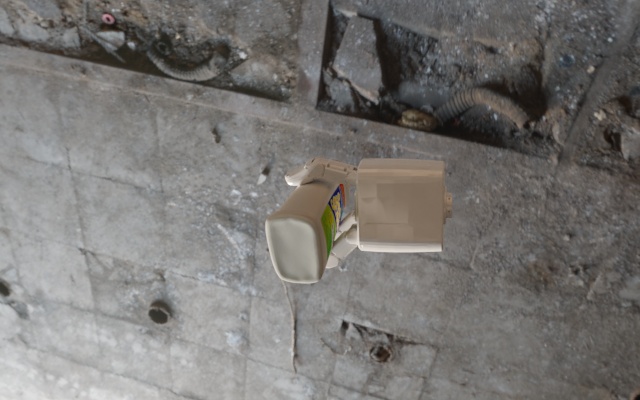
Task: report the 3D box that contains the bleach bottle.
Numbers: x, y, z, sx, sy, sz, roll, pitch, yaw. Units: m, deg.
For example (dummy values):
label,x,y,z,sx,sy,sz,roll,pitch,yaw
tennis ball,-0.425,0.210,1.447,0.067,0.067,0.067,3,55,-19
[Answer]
label,x,y,z,sx,sy,sz,roll,pitch,yaw
bleach bottle,0.000,0.002,0.666,0.068,0.103,0.250,1,29,16
